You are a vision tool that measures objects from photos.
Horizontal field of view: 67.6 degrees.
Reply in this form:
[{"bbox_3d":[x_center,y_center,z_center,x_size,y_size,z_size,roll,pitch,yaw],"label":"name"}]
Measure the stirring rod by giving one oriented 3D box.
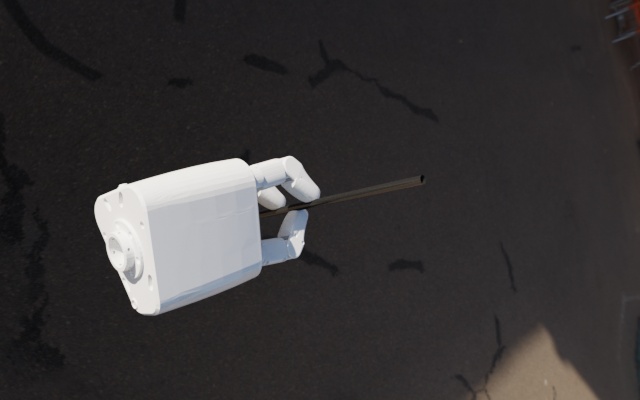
[{"bbox_3d":[0.000,0.002,0.477,0.011,0.011,0.239,0,-9,-45],"label":"stirring rod"}]
